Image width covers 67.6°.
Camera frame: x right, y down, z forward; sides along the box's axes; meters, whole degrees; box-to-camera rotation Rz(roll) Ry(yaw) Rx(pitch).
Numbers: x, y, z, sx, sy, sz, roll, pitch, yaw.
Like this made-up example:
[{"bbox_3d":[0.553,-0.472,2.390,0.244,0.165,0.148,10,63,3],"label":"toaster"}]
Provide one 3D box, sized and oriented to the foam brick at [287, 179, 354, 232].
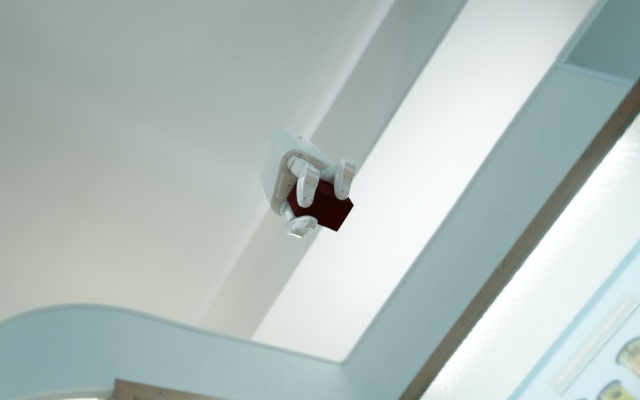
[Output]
[{"bbox_3d":[0.000,0.003,0.707,0.078,0.053,0.051,23,20,-29],"label":"foam brick"}]
